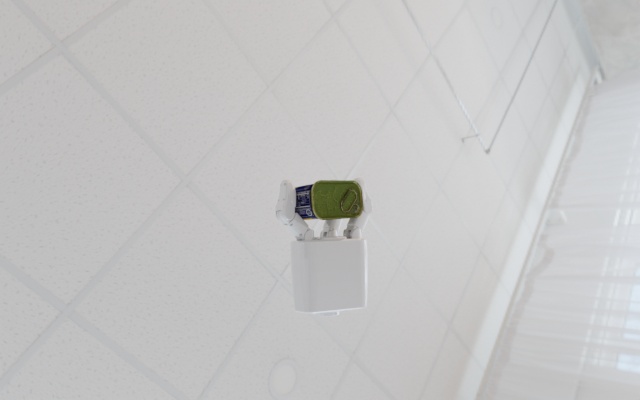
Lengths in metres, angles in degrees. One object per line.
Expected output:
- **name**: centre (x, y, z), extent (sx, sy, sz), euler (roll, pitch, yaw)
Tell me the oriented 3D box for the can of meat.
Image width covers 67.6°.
- **can of meat**: centre (0.000, 0.002, 0.729), extent (0.102, 0.057, 0.084), euler (-2, -4, -42)
